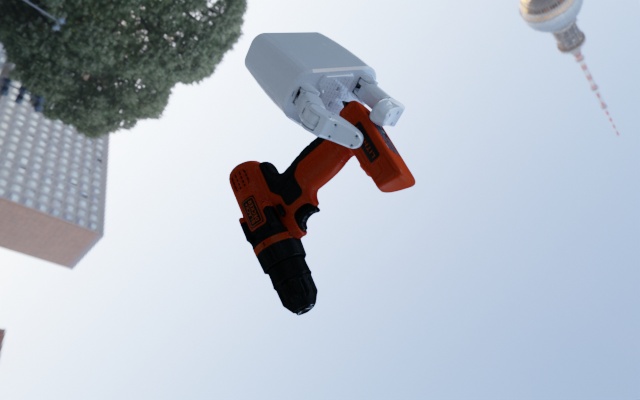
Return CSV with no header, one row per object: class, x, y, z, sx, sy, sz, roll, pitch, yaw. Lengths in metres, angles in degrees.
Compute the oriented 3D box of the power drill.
power drill,0.000,0.001,0.499,0.188,0.184,0.057,-34,-21,18
